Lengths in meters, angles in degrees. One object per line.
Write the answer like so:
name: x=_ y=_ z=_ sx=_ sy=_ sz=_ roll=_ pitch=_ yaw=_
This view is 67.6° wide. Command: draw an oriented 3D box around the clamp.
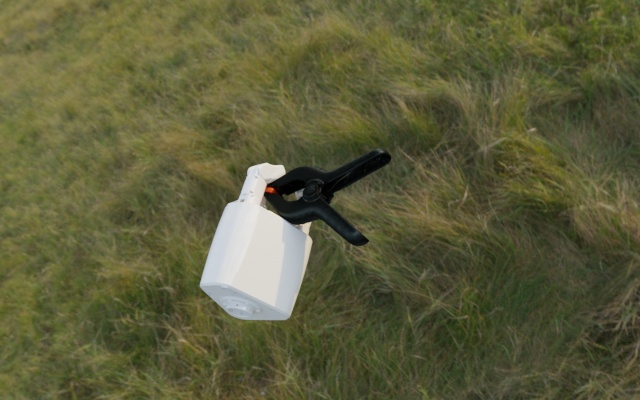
clamp: x=0.000 y=0.001 z=0.574 sx=0.171 sy=0.120 sz=0.039 roll=-9 pitch=-38 yaw=33
